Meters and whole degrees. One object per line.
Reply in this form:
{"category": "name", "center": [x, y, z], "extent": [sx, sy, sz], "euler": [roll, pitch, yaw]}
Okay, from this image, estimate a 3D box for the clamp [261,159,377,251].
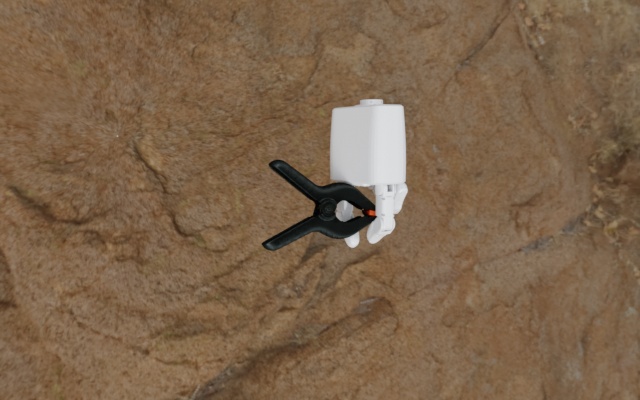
{"category": "clamp", "center": [0.000, 0.002, 0.657], "extent": [0.171, 0.120, 0.039], "euler": [-4, 8, -22]}
